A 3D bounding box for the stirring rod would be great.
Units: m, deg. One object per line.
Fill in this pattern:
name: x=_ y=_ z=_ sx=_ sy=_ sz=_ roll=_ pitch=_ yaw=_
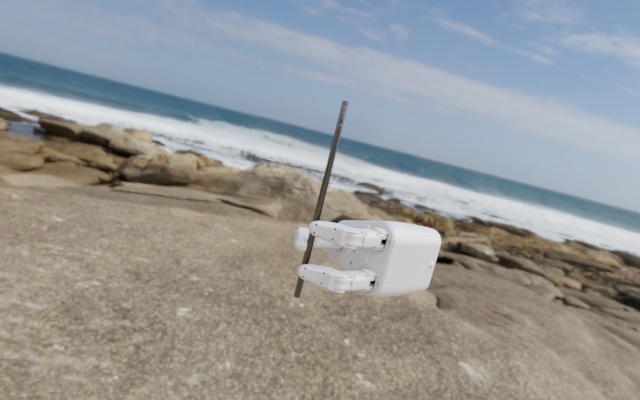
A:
stirring rod: x=0.000 y=0.002 z=0.565 sx=0.011 sy=0.239 sz=0.011 roll=14 pitch=9 yaw=-2
